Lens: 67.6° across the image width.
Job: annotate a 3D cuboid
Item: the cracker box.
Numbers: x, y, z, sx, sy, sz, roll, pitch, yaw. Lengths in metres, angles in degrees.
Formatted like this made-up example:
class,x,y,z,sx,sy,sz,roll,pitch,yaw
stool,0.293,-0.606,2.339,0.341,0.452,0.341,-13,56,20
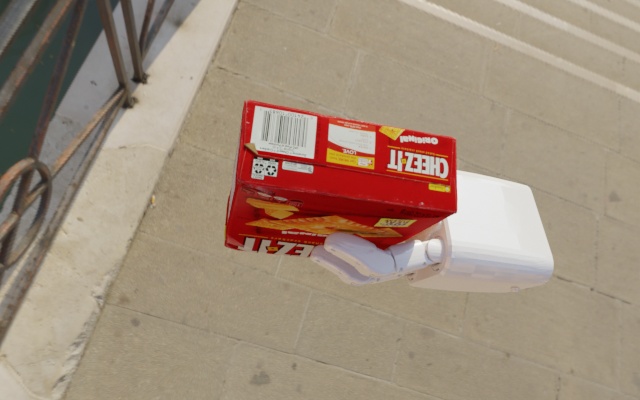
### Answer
class,x,y,z,sx,sy,sz,roll,pitch,yaw
cracker box,0.000,0.001,0.435,0.164,0.072,0.214,8,-19,-11
